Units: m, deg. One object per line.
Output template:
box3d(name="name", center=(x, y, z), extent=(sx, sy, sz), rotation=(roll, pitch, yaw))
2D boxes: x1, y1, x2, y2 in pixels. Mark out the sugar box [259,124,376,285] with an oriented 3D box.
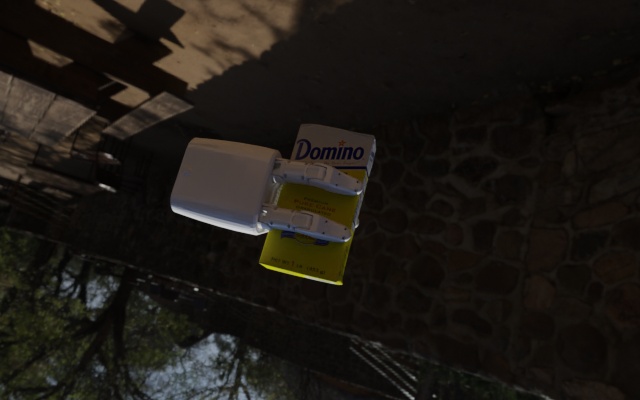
box3d(name="sugar box", center=(0.000, 0.002, 0.554), extent=(0.093, 0.176, 0.048), rotation=(12, -12, 12))
